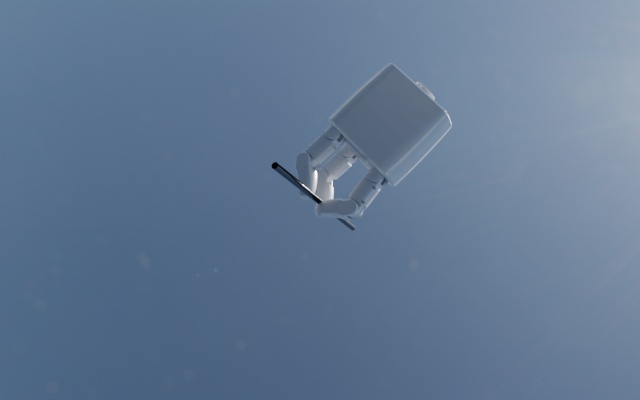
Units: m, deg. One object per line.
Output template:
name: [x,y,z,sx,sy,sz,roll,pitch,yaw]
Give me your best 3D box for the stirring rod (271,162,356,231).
stirring rod: [0.000,0.002,0.606,0.011,0.011,0.240,0,-19,25]
